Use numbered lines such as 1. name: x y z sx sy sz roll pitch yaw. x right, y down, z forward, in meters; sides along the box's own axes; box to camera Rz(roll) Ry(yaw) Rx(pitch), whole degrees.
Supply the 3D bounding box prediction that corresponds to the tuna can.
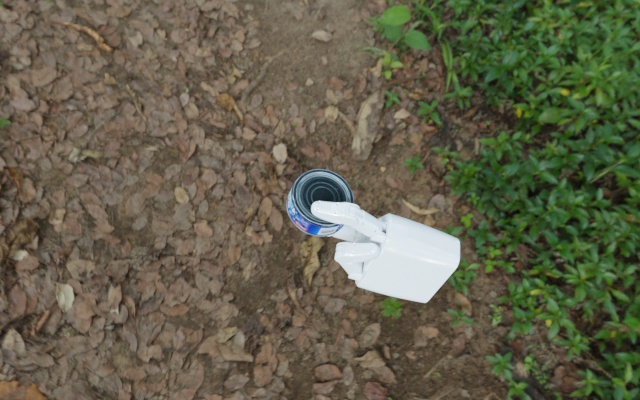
1. tuna can: 0.000 0.002 0.629 0.086 0.086 0.034 0 -26 -16
